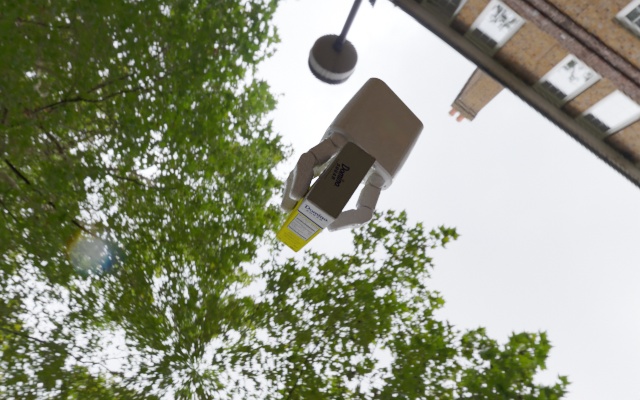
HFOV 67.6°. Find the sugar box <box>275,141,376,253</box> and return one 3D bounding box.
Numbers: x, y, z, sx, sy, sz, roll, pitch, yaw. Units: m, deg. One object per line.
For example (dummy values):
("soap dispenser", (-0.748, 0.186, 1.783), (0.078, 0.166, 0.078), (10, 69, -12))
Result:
("sugar box", (0.000, 0.002, 0.595), (0.048, 0.093, 0.176), (35, -25, 0))
